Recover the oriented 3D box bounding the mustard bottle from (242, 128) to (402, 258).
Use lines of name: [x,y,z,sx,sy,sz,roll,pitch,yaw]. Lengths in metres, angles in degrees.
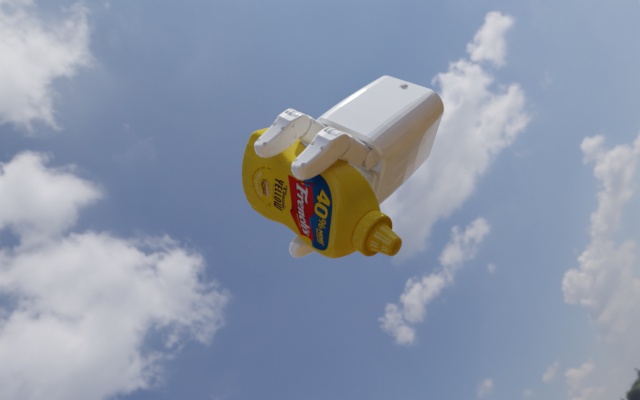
mustard bottle: [0.000,0.002,0.465,0.058,0.096,0.191,-19,37,-40]
